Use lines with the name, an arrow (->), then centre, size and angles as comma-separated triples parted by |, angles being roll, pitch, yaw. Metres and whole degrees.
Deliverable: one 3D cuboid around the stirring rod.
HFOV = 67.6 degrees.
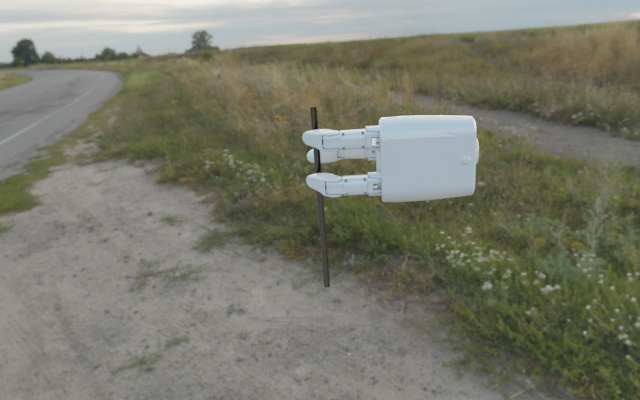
stirring rod -> 0.000, 0.002, 0.614 | 0.011, 0.239, 0.011 | -4, 17, 1
